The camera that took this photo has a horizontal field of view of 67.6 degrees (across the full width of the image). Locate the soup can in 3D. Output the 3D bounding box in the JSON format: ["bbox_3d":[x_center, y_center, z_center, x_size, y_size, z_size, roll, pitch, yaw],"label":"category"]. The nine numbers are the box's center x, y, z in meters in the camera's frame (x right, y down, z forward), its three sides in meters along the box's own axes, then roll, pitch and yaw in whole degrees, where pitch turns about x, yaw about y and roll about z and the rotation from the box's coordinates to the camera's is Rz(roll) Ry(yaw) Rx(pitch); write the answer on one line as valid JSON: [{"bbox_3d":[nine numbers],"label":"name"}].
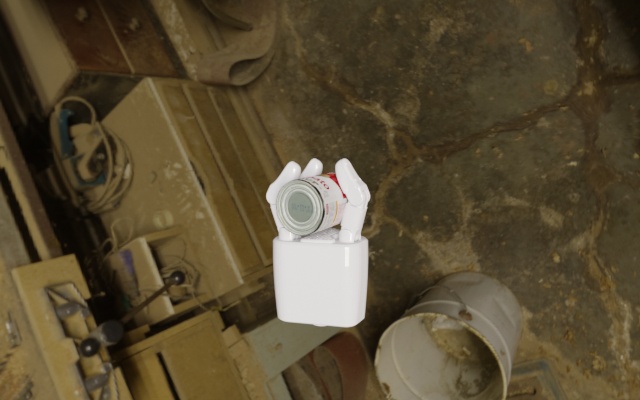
[{"bbox_3d":[0.000,0.001,0.589,0.068,0.068,0.102,0,8,31],"label":"soup can"}]
